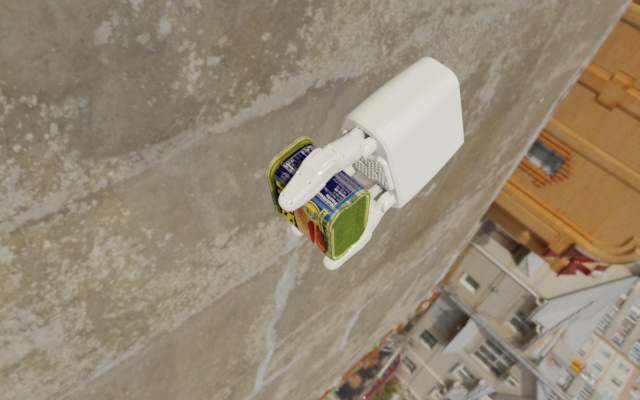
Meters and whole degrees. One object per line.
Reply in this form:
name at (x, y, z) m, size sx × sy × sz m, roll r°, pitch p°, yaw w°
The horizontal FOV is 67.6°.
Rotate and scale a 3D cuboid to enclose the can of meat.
can of meat at (0.000, 0.002, 0.464) m, size 0.084 × 0.057 × 0.102 m, roll 41°, pitch -20°, yaw 22°
